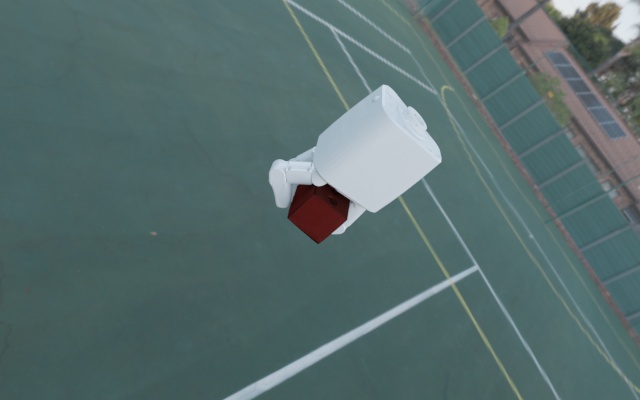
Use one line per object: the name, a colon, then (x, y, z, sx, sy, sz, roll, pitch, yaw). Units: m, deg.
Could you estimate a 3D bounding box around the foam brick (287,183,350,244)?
foam brick: (0.000, 0.002, 0.584, 0.051, 0.053, 0.078, -40, 20, 28)
